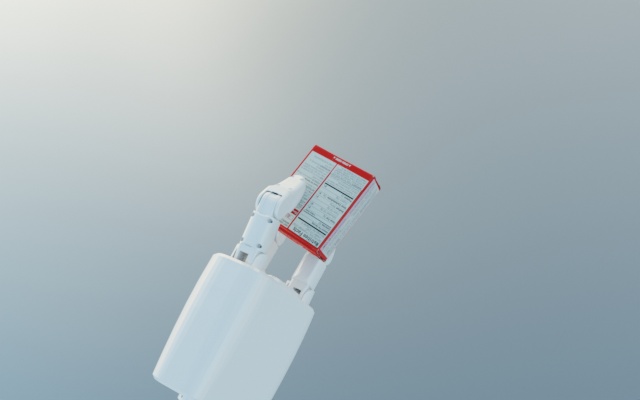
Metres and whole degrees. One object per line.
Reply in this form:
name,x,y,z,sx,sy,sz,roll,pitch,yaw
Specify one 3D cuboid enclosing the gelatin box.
gelatin box,0.000,0.001,0.444,0.073,0.089,0.030,31,-13,30
